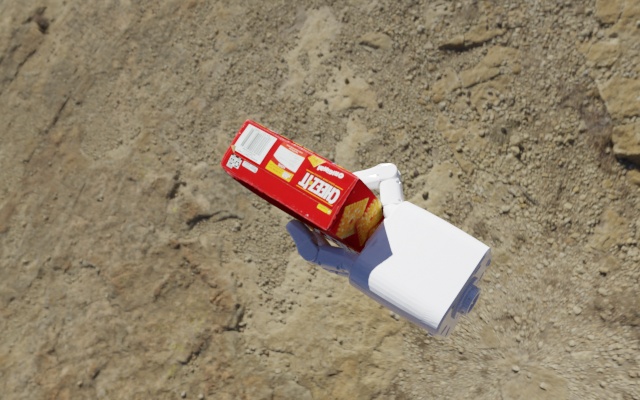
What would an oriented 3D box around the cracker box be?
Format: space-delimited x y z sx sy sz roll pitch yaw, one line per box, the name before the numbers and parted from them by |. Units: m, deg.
cracker box | 0.000 0.002 0.590 0.164 0.072 0.214 30 -5 29
